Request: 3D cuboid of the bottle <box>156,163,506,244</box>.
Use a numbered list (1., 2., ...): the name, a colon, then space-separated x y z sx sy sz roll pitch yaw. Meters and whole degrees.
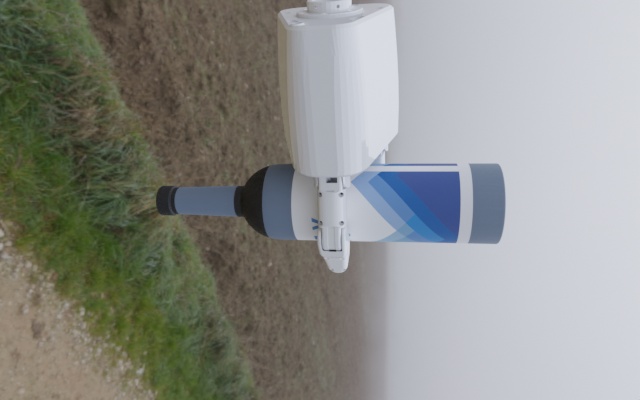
1. bottle: 0.000 0.001 0.416 0.296 0.069 0.069 1 0 9
